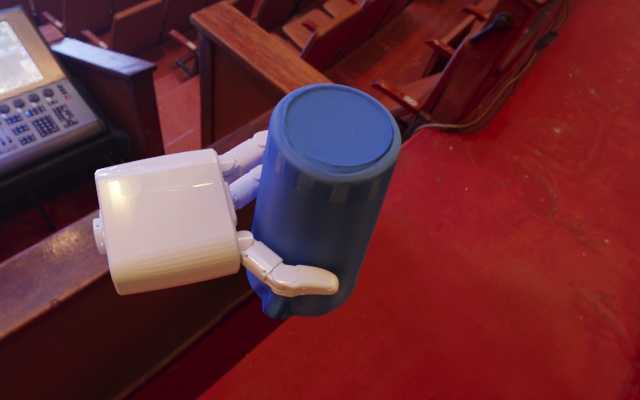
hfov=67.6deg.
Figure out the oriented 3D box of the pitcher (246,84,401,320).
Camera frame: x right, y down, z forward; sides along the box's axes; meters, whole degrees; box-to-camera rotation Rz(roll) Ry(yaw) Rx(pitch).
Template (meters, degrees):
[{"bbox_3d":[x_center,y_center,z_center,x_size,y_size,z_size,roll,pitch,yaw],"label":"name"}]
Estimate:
[{"bbox_3d":[0.000,0.002,0.478,0.145,0.149,0.243,-10,-33,-18],"label":"pitcher"}]
